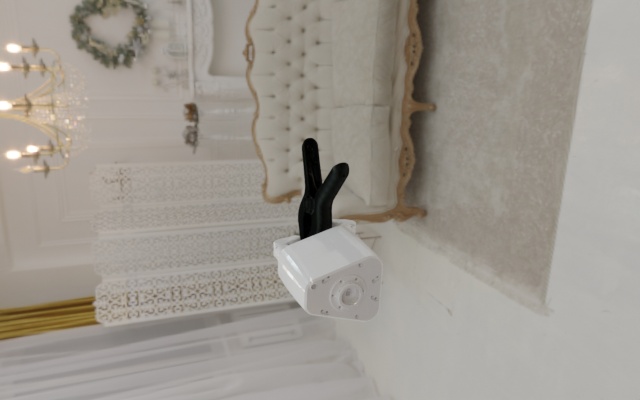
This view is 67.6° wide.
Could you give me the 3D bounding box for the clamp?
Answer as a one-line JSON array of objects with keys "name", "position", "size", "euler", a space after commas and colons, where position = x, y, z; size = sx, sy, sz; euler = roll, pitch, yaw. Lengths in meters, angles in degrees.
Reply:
[{"name": "clamp", "position": [-0.001, 0.002, 0.693], "size": [0.039, 0.171, 0.120], "euler": [-4, 17, -20]}]
